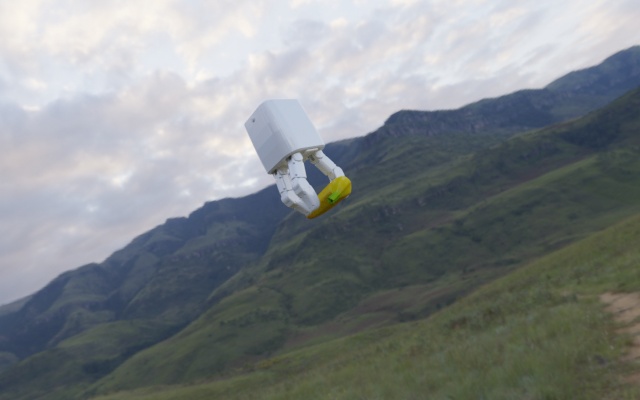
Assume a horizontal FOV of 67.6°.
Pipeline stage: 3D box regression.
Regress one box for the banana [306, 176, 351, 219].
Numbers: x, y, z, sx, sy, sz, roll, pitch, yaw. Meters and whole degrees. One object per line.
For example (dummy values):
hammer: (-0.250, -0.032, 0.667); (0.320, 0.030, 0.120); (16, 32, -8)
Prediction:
banana: (0.016, -0.007, 0.842); (0.069, 0.037, 0.198); (-32, -4, -15)
